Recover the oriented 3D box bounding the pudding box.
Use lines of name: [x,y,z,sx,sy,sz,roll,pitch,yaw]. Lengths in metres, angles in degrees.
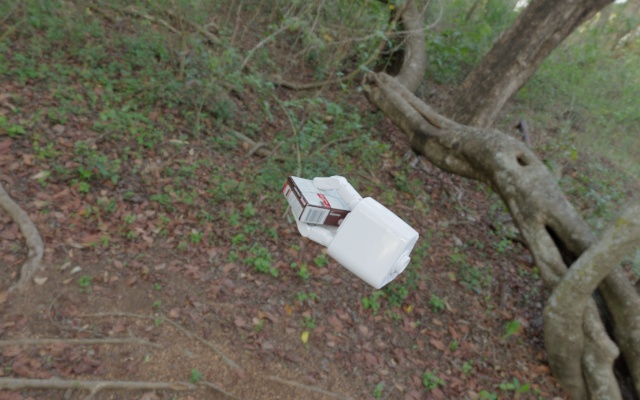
pudding box: [0.000,0.003,0.833,0.113,0.039,0.090,11,29,-35]
